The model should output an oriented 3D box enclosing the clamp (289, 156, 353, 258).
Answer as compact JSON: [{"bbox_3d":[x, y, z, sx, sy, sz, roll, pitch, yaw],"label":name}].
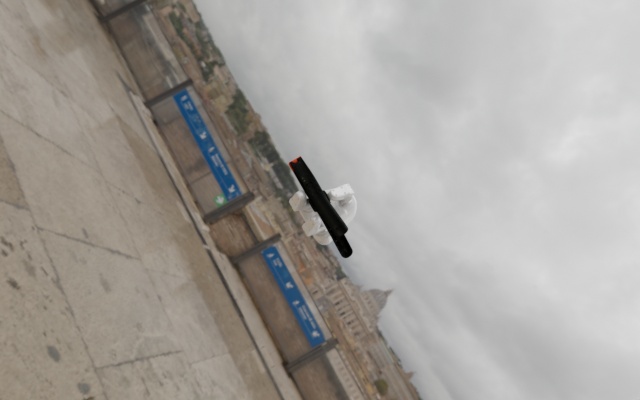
[{"bbox_3d":[0.001,0.002,0.878,0.036,0.210,0.164,-29,-14,-5],"label":"clamp"}]
